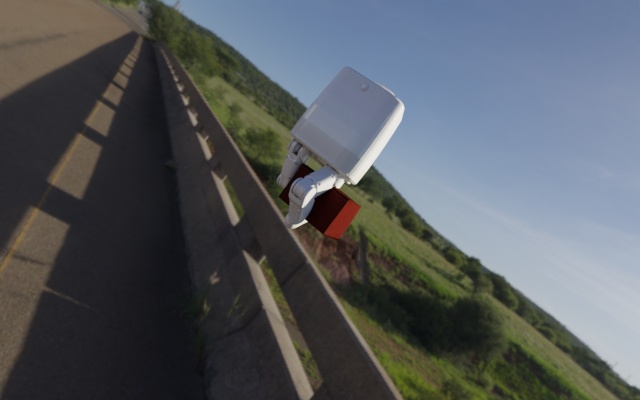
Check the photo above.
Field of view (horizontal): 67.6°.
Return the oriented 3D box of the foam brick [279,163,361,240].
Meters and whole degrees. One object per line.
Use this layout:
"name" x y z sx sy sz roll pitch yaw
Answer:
"foam brick" 0.000 0.002 0.574 0.078 0.051 0.053 39 4 23
